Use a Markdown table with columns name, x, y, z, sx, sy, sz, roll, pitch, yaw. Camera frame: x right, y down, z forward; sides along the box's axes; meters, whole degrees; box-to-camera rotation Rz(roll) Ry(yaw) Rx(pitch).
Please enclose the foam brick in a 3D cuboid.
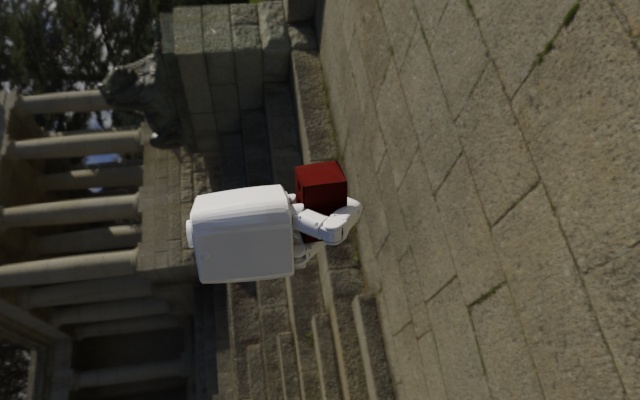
| name | x | y | z | sx | sy | sz | roll | pitch | yaw |
| --- | --- | --- | --- | --- | --- | --- | --- | --- | --- |
| foam brick | 0.000 | 0.001 | 0.551 | 0.051 | 0.078 | 0.053 | -6 | 31 | -10 |
